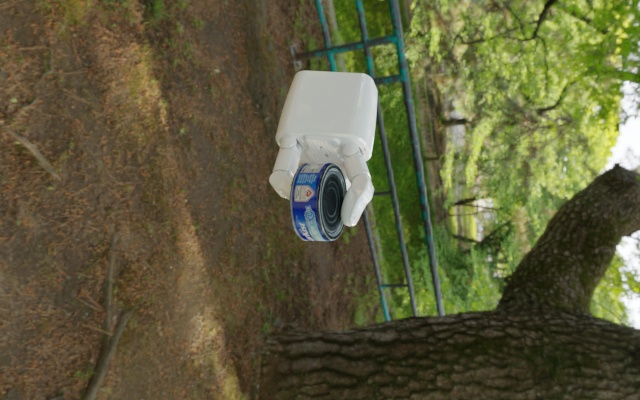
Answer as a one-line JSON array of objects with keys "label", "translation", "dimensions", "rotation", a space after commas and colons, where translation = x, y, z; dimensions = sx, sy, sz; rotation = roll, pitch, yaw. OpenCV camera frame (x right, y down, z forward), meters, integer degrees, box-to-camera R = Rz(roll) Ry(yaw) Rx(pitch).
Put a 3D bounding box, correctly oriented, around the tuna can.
[{"label": "tuna can", "translation": [0.001, 0.002, 0.518], "dimensions": [0.034, 0.086, 0.086], "rotation": [1, 0, 23]}]
